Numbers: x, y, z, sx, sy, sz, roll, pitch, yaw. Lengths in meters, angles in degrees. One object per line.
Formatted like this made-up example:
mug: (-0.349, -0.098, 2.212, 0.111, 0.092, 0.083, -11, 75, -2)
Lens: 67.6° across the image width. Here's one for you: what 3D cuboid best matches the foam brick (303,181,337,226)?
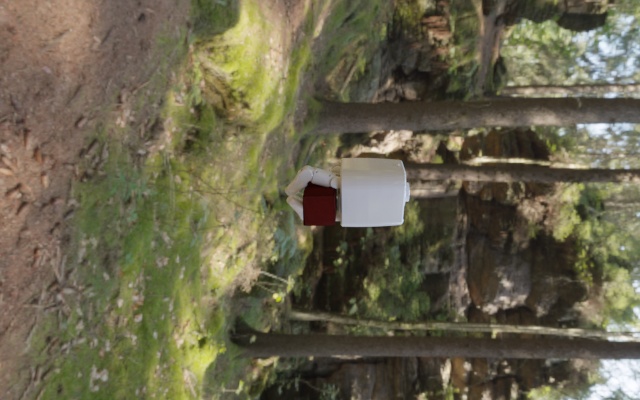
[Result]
foam brick: (0.000, 0.003, 0.784, 0.051, 0.053, 0.078, 1, 22, 4)
